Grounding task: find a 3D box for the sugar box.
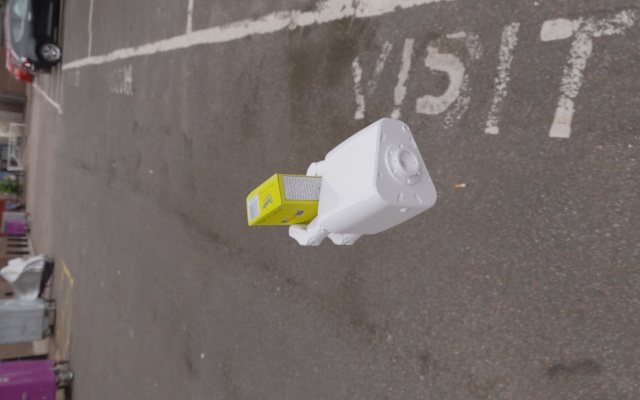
[{"bbox_3d":[0.000,0.003,0.635,0.176,0.048,0.093,3,-20,-33],"label":"sugar box"}]
